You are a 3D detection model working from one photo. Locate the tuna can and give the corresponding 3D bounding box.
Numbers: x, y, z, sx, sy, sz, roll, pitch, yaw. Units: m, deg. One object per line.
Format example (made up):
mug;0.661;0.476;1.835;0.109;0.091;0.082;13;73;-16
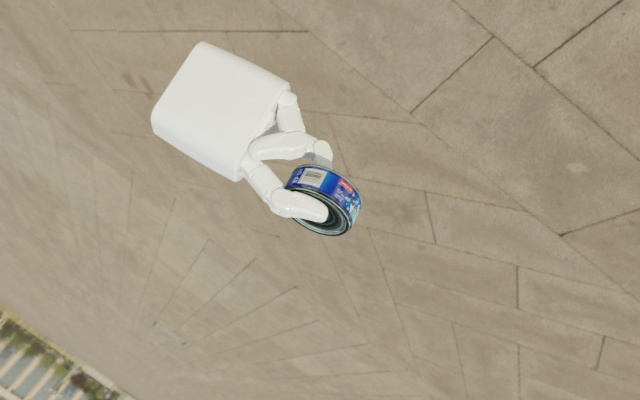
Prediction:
tuna can;0.000;0.002;0.518;0.086;0.033;0.086;20;-31;13
